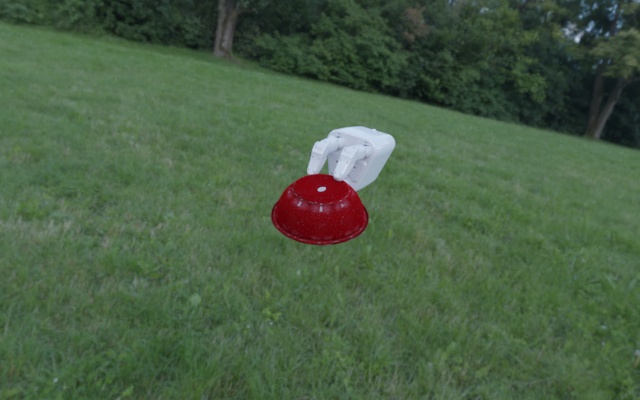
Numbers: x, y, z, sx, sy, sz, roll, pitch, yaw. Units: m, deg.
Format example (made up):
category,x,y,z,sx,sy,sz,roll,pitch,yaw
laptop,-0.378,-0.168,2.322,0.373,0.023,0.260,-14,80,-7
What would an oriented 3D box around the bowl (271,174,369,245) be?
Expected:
category,x,y,z,sx,sy,sz,roll,pitch,yaw
bowl,0.000,0.003,0.771,0.162,0.055,0.162,2,34,-1
